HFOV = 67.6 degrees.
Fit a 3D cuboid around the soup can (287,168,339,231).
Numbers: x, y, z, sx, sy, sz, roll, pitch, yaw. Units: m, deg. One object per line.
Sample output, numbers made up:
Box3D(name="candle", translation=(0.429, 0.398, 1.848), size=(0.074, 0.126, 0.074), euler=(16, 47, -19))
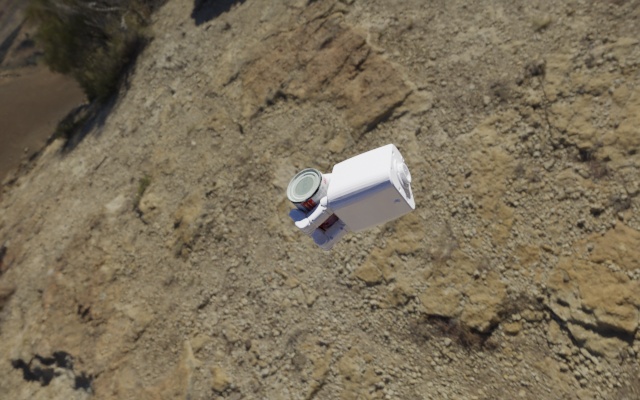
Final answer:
Box3D(name="soup can", translation=(0.000, 0.002, 0.786), size=(0.068, 0.068, 0.102), euler=(0, -32, 39))
